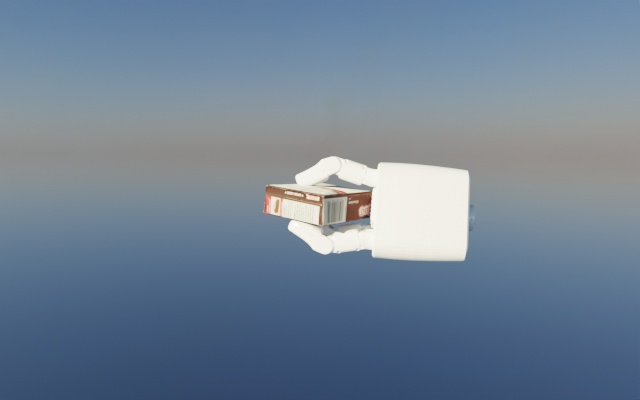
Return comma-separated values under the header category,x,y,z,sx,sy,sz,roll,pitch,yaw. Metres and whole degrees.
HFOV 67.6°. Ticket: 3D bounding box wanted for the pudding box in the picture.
category,x,y,z,sx,sy,sz,roll,pitch,yaw
pudding box,0.000,0.002,0.590,0.090,0.039,0.113,10,8,35
